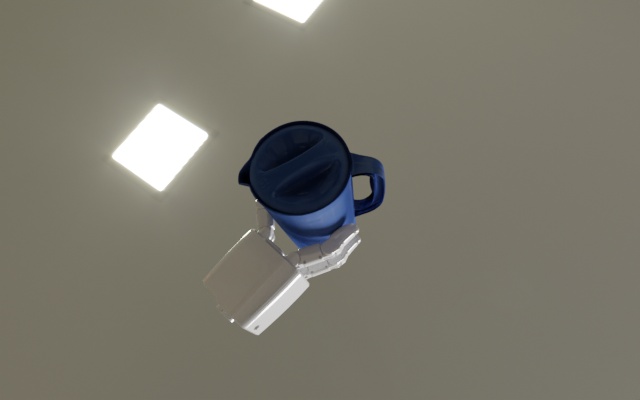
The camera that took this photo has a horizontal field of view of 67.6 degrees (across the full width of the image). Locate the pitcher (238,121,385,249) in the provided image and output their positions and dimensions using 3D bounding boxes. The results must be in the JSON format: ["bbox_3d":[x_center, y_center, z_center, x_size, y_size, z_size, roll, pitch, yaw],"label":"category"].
[{"bbox_3d":[0.000,0.002,0.693,0.149,0.145,0.243,38,-12,22],"label":"pitcher"}]
